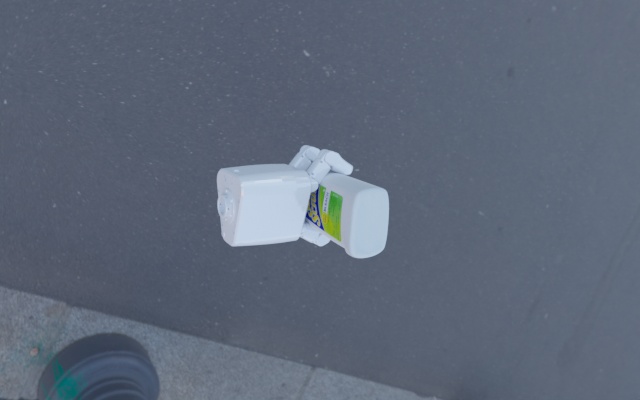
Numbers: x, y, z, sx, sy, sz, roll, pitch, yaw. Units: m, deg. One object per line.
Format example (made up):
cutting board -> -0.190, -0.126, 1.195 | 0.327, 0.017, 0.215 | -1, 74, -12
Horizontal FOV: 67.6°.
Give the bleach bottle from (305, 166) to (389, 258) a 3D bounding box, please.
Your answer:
bleach bottle -> 0.000, 0.002, 0.741 | 0.068, 0.102, 0.250 | -6, 16, -33
